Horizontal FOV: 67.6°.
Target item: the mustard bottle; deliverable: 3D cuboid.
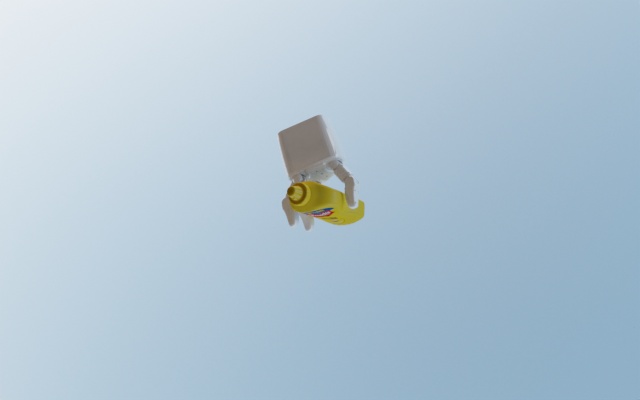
[{"bbox_3d":[0.000,0.003,0.894,0.096,0.058,0.192,-4,-15,32],"label":"mustard bottle"}]
